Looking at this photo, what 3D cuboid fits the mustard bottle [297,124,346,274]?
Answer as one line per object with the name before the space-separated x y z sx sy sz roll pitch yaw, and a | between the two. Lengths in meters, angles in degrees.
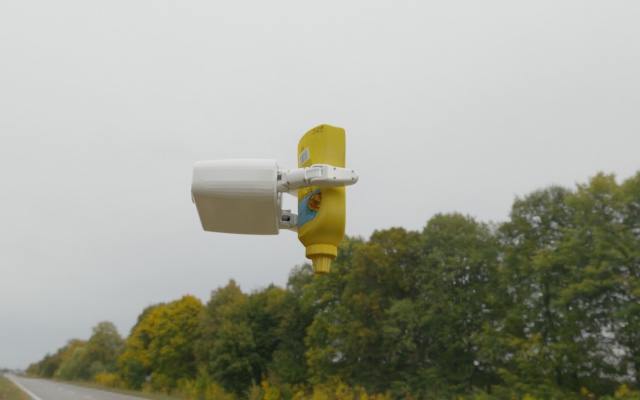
mustard bottle | 0.000 0.002 0.635 0.058 0.191 0.096 10 -22 -24
